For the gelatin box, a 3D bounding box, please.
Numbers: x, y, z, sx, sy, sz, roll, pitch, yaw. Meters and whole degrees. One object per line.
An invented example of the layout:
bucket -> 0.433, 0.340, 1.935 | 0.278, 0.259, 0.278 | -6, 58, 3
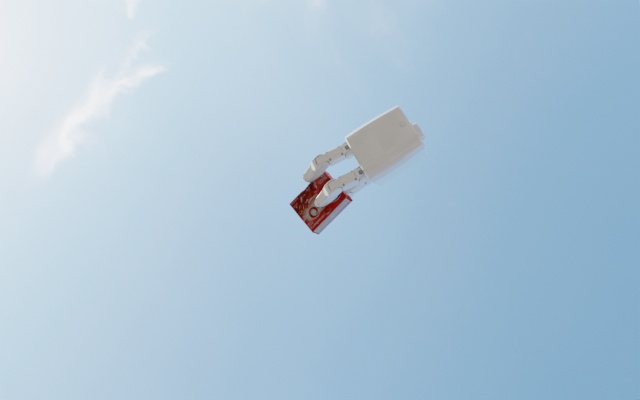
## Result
gelatin box -> 0.000, 0.003, 0.839 | 0.073, 0.089, 0.030 | 49, 10, 28
